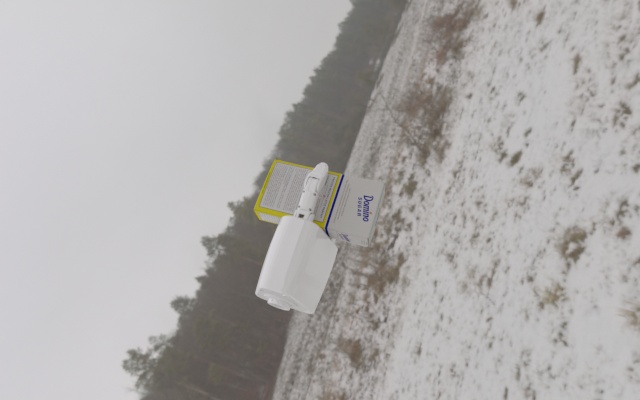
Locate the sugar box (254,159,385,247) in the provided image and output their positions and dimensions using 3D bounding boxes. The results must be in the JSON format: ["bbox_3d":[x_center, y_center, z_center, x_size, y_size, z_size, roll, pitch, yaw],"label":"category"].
[{"bbox_3d":[0.000,0.003,0.713,0.176,0.093,0.048,15,-22,11],"label":"sugar box"}]
